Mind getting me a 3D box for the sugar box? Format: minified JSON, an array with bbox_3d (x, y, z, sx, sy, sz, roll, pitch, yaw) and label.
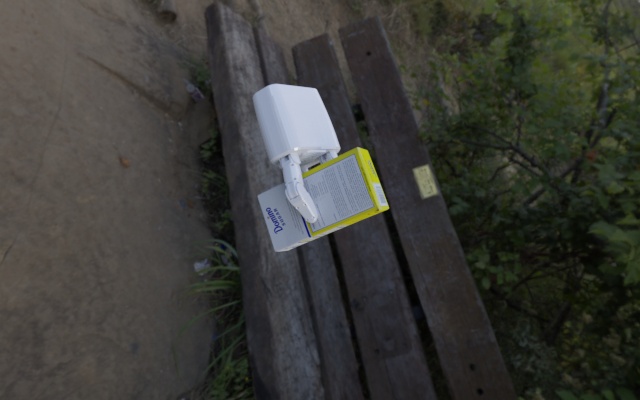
[{"bbox_3d":[0.000,0.002,0.690,0.176,0.093,0.048,-24,-12,26],"label":"sugar box"}]
